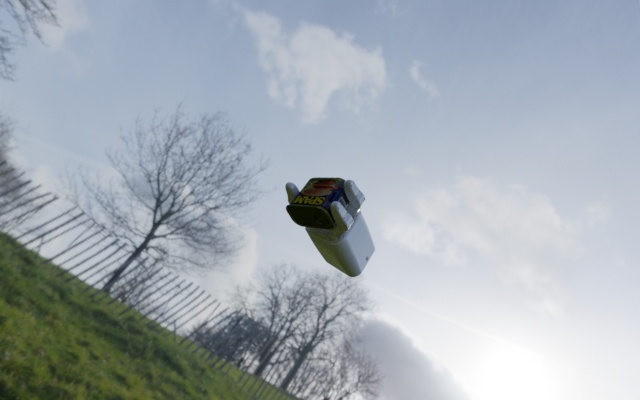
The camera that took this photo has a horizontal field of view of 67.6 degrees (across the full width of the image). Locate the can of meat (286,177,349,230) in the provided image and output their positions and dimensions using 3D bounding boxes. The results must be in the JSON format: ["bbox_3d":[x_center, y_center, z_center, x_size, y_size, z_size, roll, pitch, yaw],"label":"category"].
[{"bbox_3d":[0.000,0.003,0.892,0.102,0.057,0.084,4,46,41],"label":"can of meat"}]
